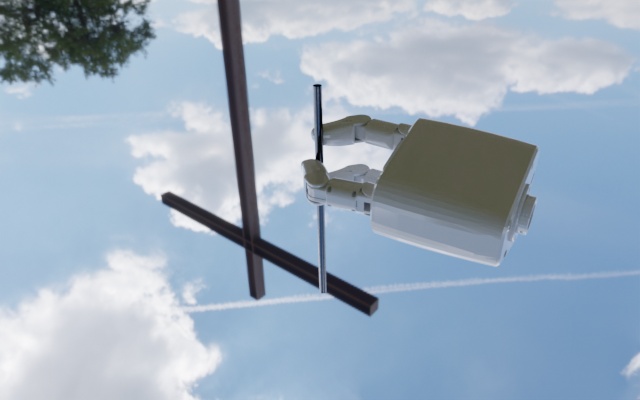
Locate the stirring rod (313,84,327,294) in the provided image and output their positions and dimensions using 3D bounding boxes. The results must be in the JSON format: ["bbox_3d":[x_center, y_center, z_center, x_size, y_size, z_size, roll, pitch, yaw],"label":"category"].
[{"bbox_3d":[0.000,0.002,0.480,0.011,0.240,0.011,-1,32,1],"label":"stirring rod"}]
